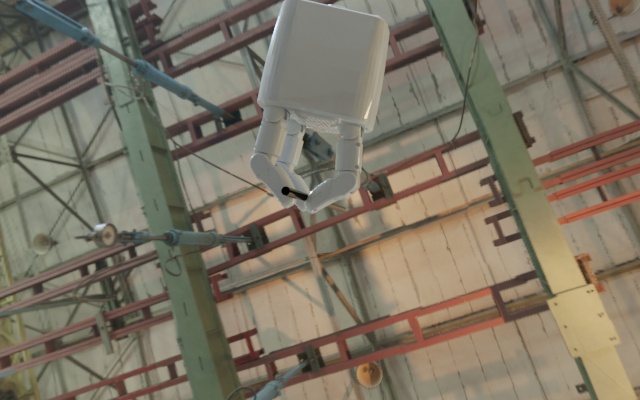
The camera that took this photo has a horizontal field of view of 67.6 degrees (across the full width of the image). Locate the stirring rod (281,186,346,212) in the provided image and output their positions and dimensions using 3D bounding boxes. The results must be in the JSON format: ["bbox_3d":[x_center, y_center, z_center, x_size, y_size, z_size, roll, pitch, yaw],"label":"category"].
[{"bbox_3d":[0.000,0.002,0.533,0.011,0.011,0.239,0,-5,15],"label":"stirring rod"}]
